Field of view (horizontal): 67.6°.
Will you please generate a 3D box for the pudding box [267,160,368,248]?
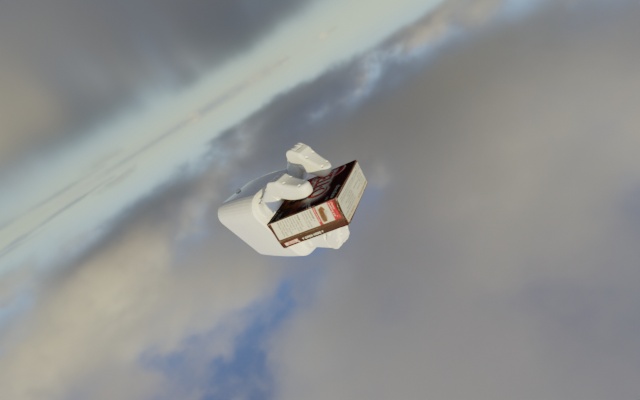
[{"bbox_3d":[0.000,0.002,0.553,0.090,0.039,0.113,-23,20,25],"label":"pudding box"}]
